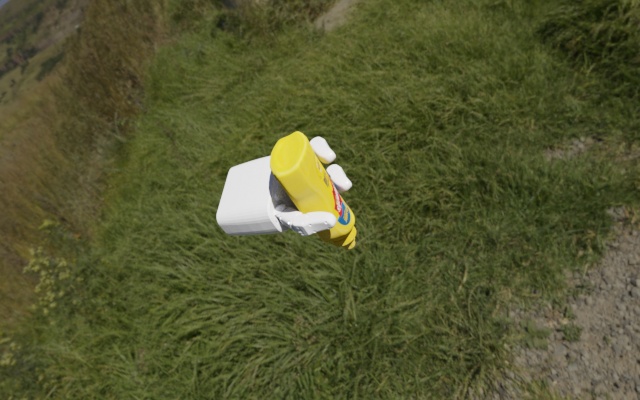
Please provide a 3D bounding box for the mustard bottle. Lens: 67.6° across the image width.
[{"bbox_3d":[0.000,0.002,0.672,0.058,0.192,0.096,-25,35,13],"label":"mustard bottle"}]
